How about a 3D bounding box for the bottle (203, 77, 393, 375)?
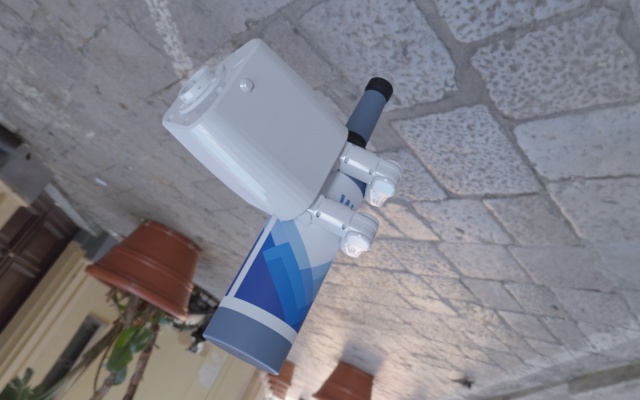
[{"bbox_3d":[0.000,0.002,0.430,0.069,0.295,0.069,23,-25,11],"label":"bottle"}]
